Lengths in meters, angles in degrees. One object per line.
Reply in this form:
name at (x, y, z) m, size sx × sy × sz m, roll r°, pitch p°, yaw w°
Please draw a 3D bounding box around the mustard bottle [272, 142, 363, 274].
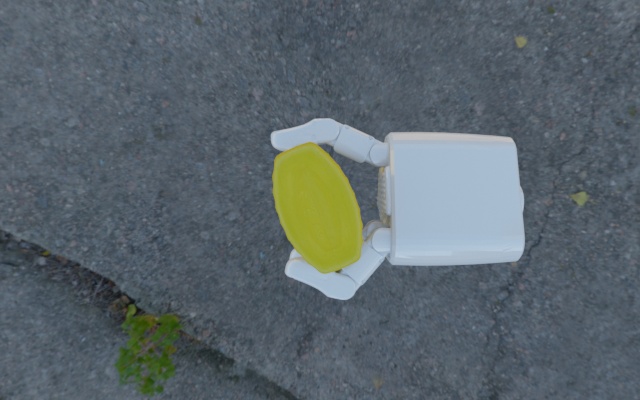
mustard bottle at (0.000, 0.002, 0.433) m, size 0.058 × 0.096 × 0.191 m, roll -24°, pitch 2°, yaw 2°
